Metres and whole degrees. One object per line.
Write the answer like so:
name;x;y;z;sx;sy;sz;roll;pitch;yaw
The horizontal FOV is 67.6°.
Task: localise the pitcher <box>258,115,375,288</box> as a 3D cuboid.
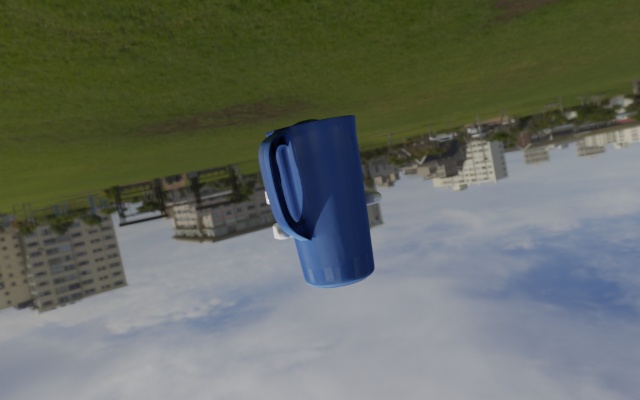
pitcher;0.000;0.002;0.703;0.149;0.243;0.145;-12;5;-4
